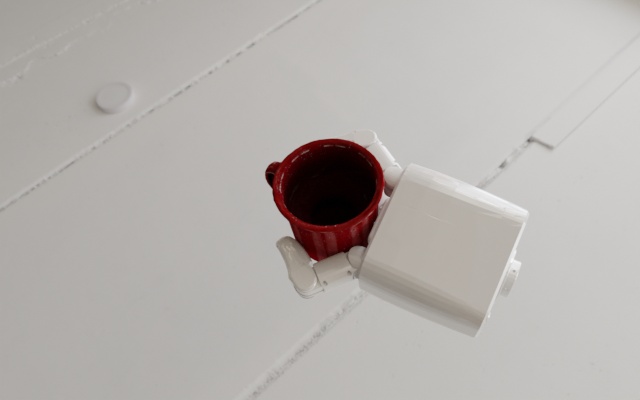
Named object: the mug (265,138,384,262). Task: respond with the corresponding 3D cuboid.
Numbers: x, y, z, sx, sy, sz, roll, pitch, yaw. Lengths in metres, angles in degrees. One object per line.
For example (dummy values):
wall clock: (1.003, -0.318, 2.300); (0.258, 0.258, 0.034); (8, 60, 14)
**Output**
mug: (-0.001, 0.001, 0.431); (0.117, 0.093, 0.082); (23, -26, 20)
